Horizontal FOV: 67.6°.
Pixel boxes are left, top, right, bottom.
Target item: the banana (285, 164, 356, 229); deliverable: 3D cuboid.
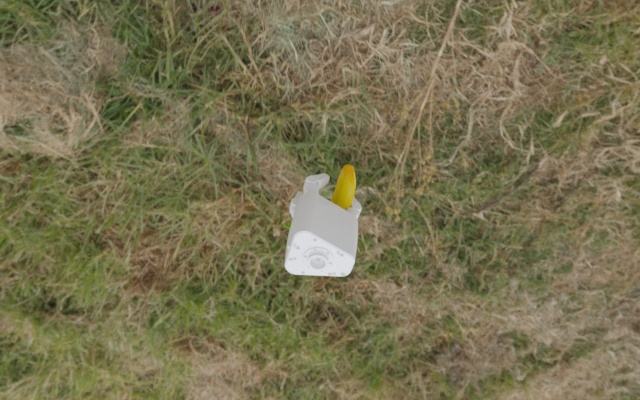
[{"bbox_3d":[0.012,0.017,0.879,0.198,0.069,0.037,-44,11,32],"label":"banana"}]
